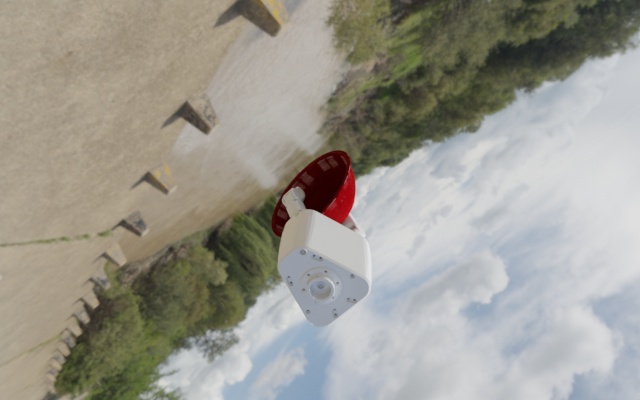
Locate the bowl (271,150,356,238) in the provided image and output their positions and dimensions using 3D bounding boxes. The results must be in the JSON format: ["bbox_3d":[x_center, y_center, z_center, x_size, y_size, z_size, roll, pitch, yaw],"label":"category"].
[{"bbox_3d":[0.001,0.002,0.725,0.055,0.162,0.162,41,-21,-26],"label":"bowl"}]
